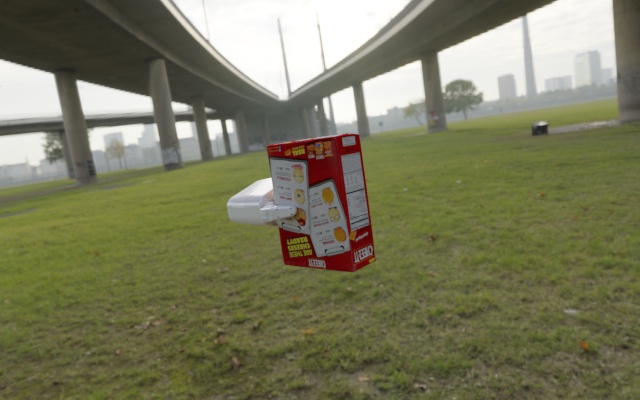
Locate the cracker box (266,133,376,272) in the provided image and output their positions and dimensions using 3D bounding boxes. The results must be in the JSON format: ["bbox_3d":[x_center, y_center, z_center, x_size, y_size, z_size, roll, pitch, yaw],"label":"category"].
[{"bbox_3d":[0.000,0.002,0.800,0.164,0.214,0.072,-1,11,44],"label":"cracker box"}]
